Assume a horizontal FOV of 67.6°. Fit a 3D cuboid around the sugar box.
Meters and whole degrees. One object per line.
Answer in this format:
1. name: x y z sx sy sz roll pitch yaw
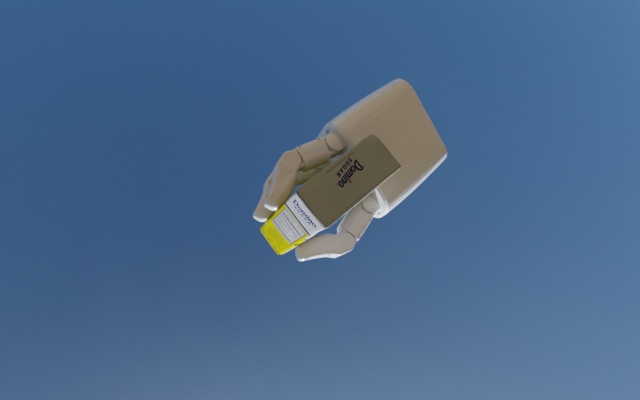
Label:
1. sugar box: 0.000 0.001 0.472 0.093 0.048 0.176 -38 -3 -22
